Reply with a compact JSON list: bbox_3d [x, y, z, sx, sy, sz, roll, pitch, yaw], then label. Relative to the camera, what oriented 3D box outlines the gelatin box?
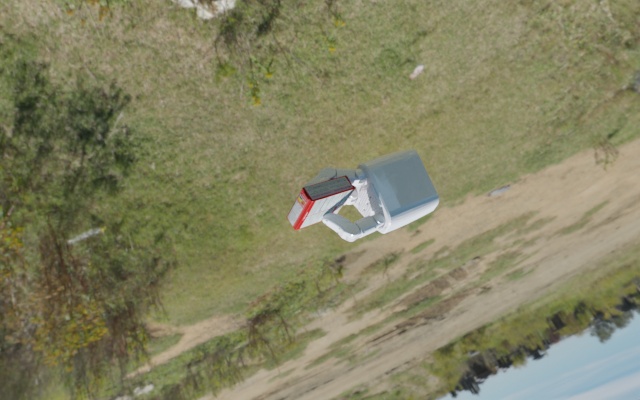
[{"bbox_3d":[0.000,0.003,0.722,0.089,0.030,0.073,-19,-27,-38],"label":"gelatin box"}]
